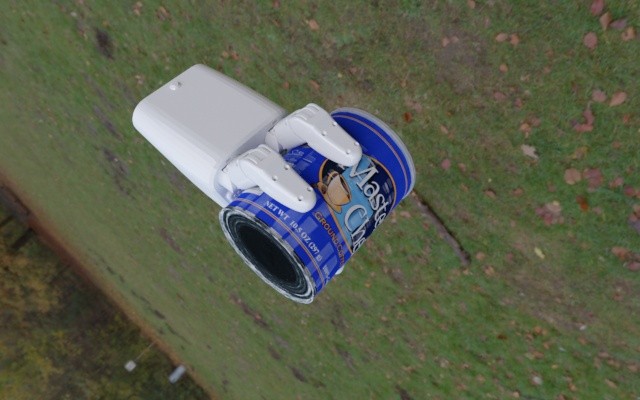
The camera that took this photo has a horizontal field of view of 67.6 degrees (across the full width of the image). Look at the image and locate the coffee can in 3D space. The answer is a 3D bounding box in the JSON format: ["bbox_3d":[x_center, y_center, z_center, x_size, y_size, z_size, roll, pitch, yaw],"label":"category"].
[{"bbox_3d":[0.000,0.001,0.409,0.140,0.103,0.103,-45,24,-27],"label":"coffee can"}]
